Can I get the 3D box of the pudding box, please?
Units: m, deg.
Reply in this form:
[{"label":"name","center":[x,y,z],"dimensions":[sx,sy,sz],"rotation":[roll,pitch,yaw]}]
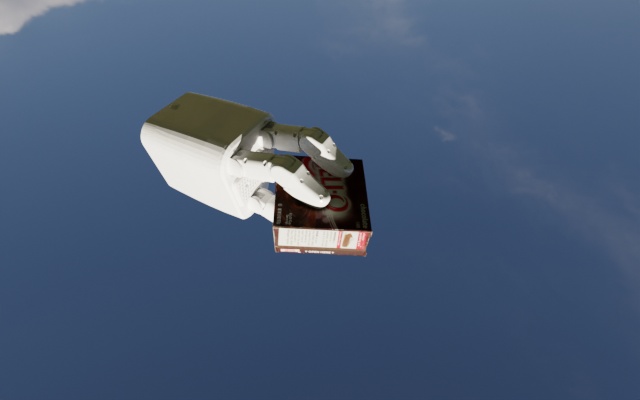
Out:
[{"label":"pudding box","center":[0.000,0.002,0.473],"dimensions":[0.090,0.039,0.113],"rotation":[2,43,-4]}]
